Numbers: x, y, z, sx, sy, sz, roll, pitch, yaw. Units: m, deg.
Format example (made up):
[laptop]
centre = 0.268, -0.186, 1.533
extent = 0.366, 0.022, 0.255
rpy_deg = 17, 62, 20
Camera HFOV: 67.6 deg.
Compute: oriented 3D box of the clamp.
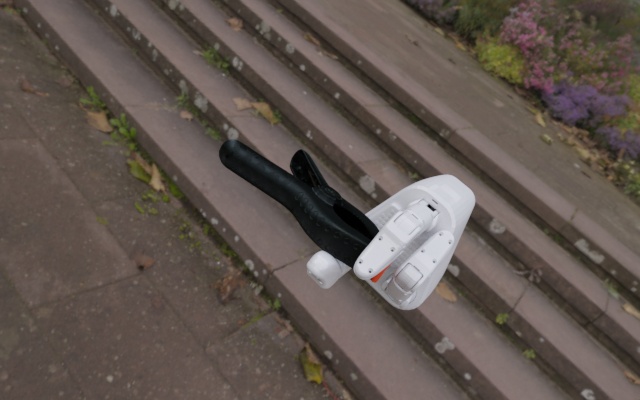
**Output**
[clamp]
centre = 0.000, 0.001, 0.429
extent = 0.171, 0.039, 0.120
rpy_deg = 43, 27, 15
